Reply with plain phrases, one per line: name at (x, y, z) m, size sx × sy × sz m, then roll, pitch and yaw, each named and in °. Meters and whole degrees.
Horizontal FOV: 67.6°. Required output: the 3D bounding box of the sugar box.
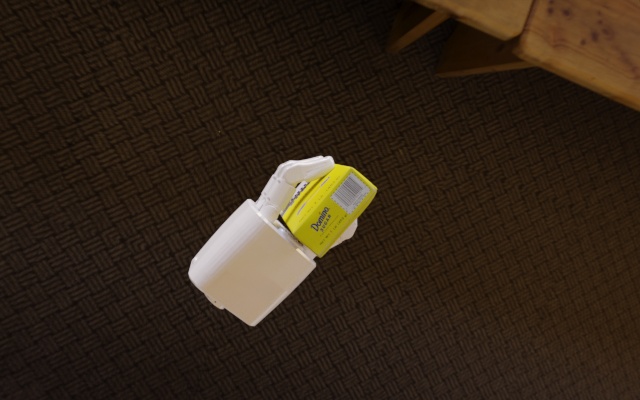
sugar box at (0.000, 0.002, 0.564) m, size 0.048 × 0.093 × 0.176 m, roll 42°, pitch -3°, yaw -14°
